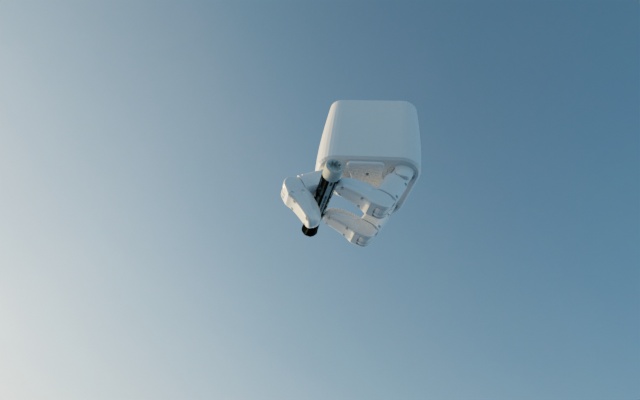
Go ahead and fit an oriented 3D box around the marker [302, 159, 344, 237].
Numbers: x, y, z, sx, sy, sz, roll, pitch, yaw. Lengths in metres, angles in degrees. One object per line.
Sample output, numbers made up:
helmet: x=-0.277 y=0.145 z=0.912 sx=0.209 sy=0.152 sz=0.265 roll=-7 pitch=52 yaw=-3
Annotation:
marker: x=0.000 y=0.002 z=0.514 sx=0.020 sy=0.020 sz=0.121 roll=0 pitch=-37 yaw=-17
